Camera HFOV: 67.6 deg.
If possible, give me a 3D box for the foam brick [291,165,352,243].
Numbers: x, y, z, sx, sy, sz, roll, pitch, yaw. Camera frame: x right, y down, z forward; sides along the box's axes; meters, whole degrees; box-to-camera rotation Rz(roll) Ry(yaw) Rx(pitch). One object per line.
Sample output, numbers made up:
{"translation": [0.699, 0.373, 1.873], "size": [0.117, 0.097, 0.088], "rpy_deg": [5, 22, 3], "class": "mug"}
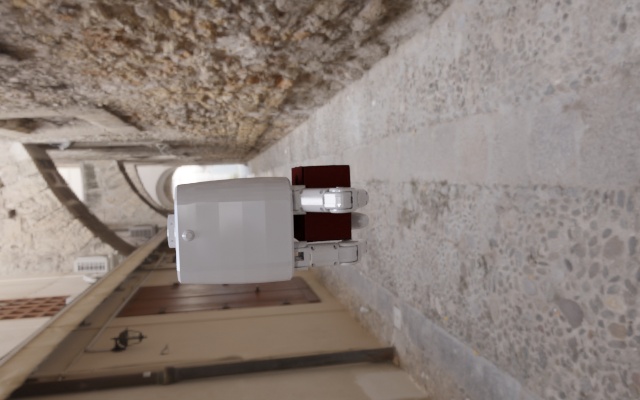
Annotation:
{"translation": [0.000, 0.001, 0.494], "size": [0.051, 0.078, 0.053], "rpy_deg": [-2, 2, -14], "class": "foam brick"}
